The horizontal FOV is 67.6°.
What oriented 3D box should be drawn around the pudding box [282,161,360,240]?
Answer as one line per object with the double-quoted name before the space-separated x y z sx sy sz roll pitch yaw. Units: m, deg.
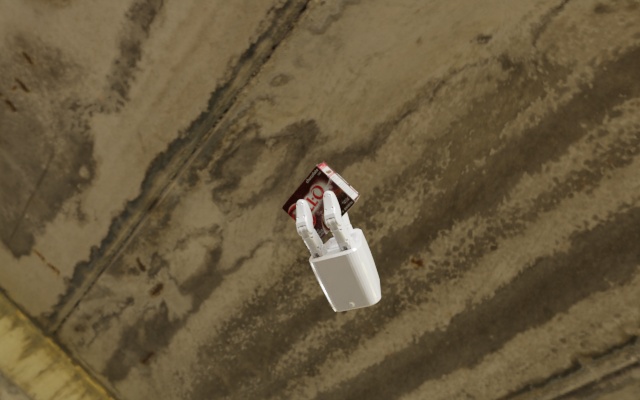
"pudding box" 0.000 0.003 0.819 0.113 0.090 0.039 -49 -3 28
